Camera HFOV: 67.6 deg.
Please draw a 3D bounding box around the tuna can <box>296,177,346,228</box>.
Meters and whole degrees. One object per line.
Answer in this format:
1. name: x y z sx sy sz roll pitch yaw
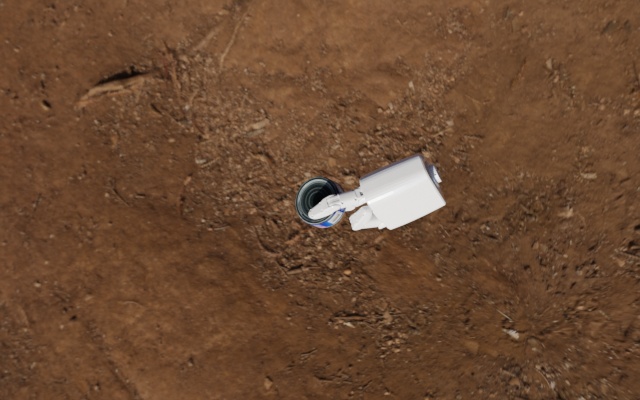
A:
1. tuna can: 0.000 0.003 0.823 0.086 0.086 0.034 0 -11 29
